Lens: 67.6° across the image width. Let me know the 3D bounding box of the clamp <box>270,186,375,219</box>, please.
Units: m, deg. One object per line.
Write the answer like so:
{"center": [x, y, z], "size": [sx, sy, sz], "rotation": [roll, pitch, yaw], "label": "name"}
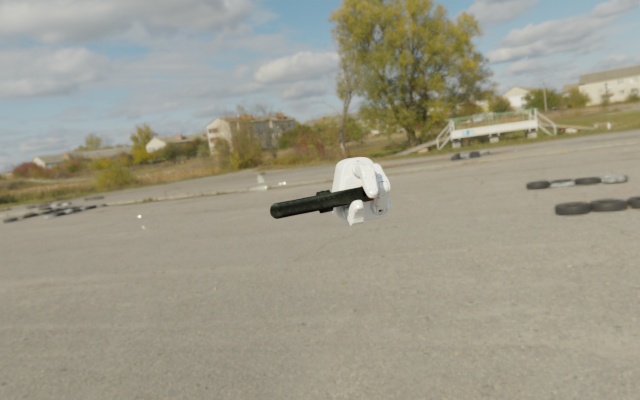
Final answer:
{"center": [0.000, 0.002, 0.793], "size": [0.171, 0.039, 0.120], "rotation": [-9, 6, -7], "label": "clamp"}
